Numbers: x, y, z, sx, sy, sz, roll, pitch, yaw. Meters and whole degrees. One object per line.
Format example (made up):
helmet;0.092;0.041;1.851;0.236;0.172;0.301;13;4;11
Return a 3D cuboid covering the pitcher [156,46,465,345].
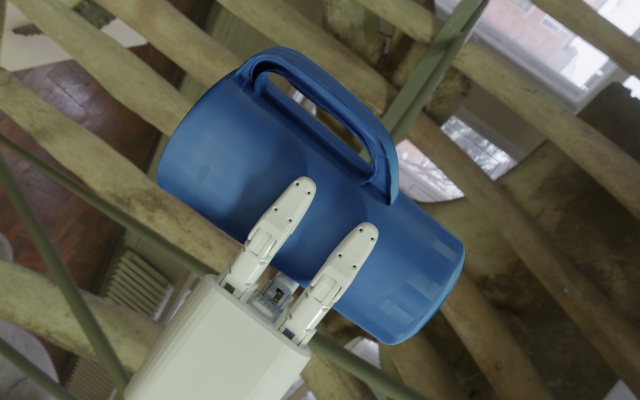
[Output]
pitcher;0.000;0.001;0.400;0.243;0.145;0.149;37;-7;3
